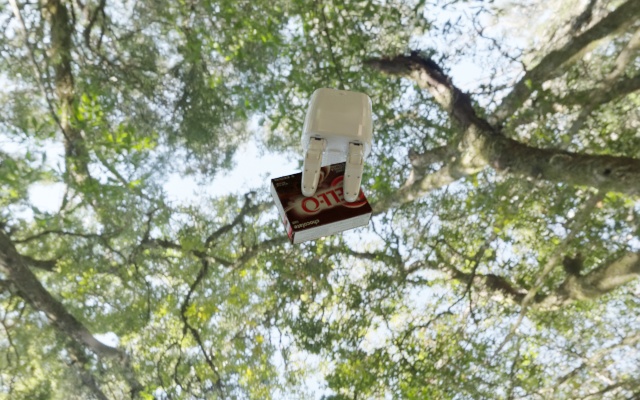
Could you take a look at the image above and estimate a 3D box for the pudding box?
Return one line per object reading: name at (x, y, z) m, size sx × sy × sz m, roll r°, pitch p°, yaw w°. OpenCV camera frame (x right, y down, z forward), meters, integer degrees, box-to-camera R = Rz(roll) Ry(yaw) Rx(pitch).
pudding box at (0.000, 0.002, 0.629) m, size 0.113 × 0.090 × 0.039 m, roll -16°, pitch -34°, yaw -16°
